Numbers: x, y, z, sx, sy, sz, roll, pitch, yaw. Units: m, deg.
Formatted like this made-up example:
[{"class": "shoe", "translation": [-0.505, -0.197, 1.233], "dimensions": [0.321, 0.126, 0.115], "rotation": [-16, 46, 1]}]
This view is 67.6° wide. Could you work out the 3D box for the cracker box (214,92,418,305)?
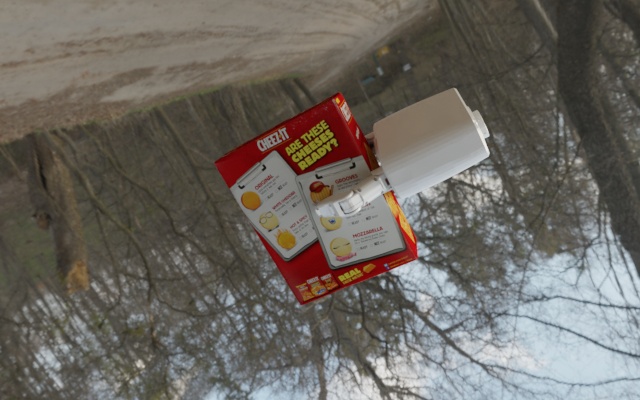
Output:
[{"class": "cracker box", "translation": [0.000, 0.002, 0.586], "dimensions": [0.164, 0.214, 0.072], "rotation": [-25, 14, 17]}]
